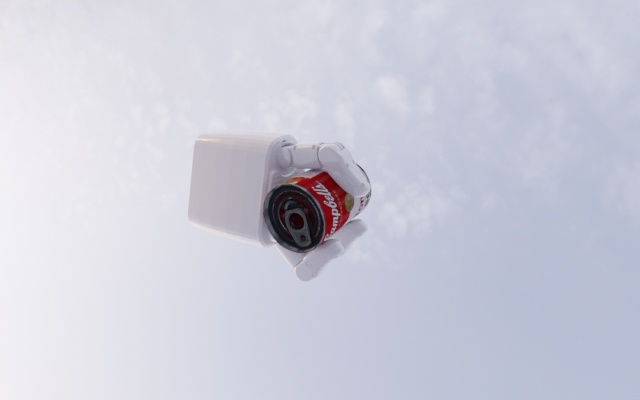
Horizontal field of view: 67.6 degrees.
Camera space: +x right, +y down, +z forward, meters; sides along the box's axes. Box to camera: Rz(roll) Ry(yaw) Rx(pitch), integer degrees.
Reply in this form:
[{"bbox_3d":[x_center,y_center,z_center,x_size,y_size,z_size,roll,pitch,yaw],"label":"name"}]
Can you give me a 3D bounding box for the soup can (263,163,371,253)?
[{"bbox_3d":[0.001,0.001,0.477,0.068,0.068,0.102,0,18,32],"label":"soup can"}]
